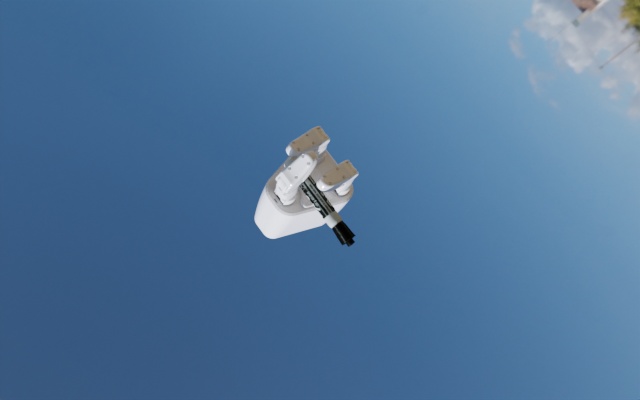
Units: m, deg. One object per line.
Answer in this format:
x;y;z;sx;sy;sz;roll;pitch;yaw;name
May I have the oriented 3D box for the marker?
0.000;0.002;0.548;0.020;0.121;0.020;-36;-9;-7;marker
